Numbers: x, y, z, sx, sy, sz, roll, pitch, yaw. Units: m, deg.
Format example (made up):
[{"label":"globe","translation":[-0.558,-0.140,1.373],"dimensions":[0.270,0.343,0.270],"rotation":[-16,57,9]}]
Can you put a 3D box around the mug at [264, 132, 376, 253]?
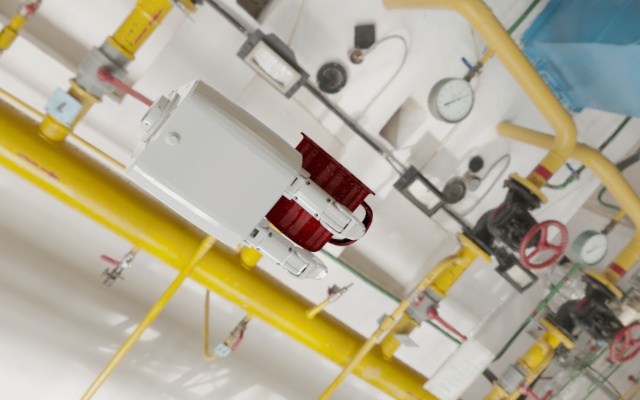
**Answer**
[{"label":"mug","translation":[0.001,0.002,0.464],"dimensions":[0.117,0.081,0.093],"rotation":[38,5,-26]}]
